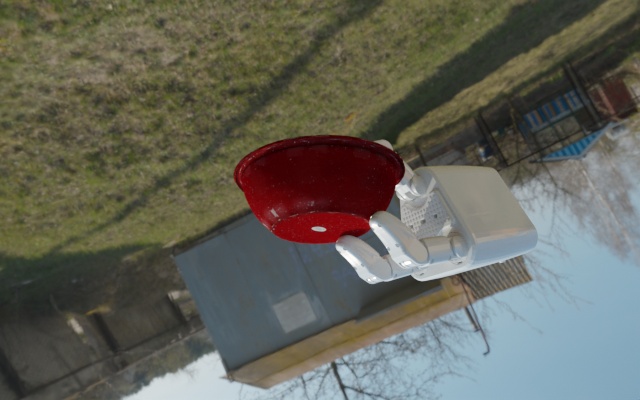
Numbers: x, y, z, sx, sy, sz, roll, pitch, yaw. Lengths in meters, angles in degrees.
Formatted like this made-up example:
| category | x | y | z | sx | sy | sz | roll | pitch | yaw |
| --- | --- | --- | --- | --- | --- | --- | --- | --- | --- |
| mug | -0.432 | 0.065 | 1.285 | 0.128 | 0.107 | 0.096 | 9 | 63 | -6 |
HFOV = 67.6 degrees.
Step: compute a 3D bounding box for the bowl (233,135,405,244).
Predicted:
| category | x | y | z | sx | sy | sz | roll | pitch | yaw |
| --- | --- | --- | --- | --- | --- | --- | --- | --- | --- |
| bowl | -0.001 | 0.002 | 0.445 | 0.162 | 0.055 | 0.162 | -2 | -22 | -1 |
